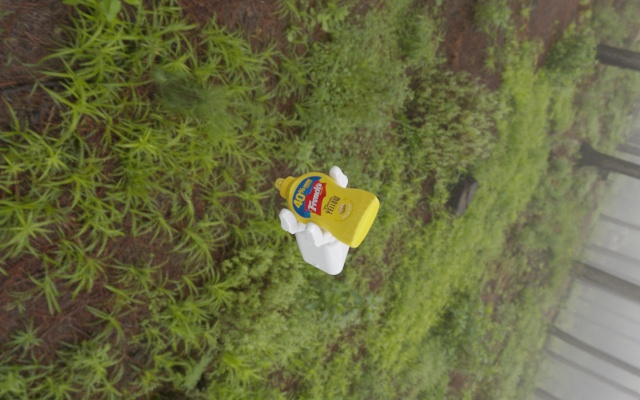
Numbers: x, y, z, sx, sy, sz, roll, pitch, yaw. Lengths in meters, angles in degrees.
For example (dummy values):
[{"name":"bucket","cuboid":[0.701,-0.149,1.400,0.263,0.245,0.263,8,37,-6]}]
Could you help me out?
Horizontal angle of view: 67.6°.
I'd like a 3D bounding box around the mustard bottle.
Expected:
[{"name":"mustard bottle","cuboid":[0.000,0.003,0.845,0.191,0.096,0.058,24,-9,25]}]
